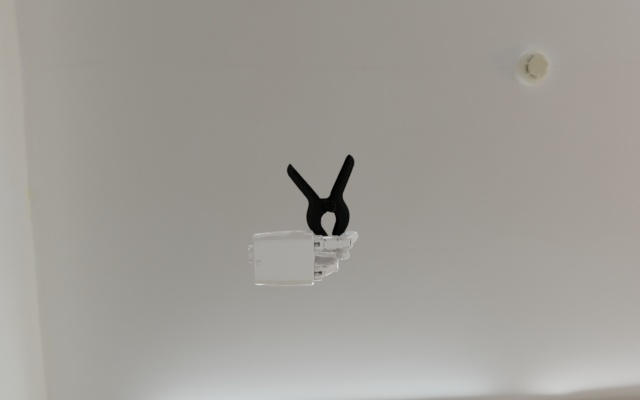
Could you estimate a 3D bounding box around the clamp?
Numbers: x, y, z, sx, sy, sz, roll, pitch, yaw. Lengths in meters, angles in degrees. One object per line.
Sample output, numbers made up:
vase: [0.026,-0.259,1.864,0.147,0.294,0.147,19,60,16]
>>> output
clamp: [0.000,0.003,0.858,0.120,0.171,0.039,0,9,-2]
